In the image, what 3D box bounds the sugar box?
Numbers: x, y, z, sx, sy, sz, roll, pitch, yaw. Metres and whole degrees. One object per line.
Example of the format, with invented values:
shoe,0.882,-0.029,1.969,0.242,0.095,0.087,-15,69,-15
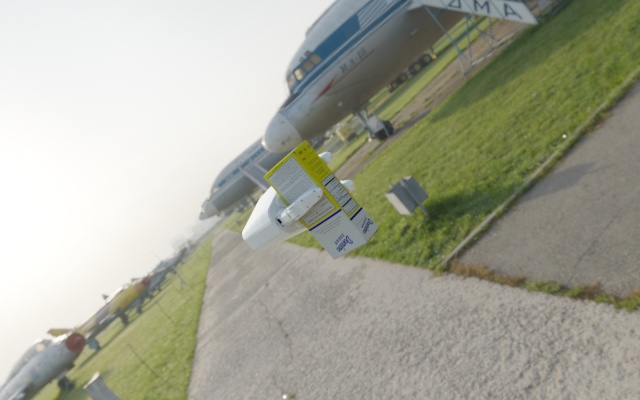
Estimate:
sugar box,0.000,0.002,0.741,0.093,0.176,0.048,-35,9,48
